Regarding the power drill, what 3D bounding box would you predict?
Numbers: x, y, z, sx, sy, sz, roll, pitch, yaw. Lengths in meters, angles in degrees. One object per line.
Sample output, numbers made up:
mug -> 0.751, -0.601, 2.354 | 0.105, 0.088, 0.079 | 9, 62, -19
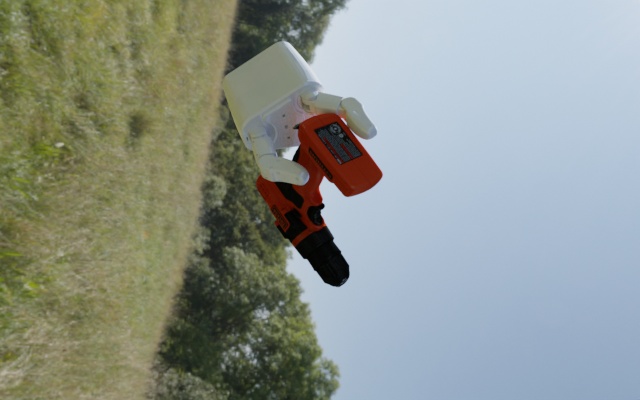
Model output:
power drill -> 0.000, 0.001, 0.579 | 0.057, 0.184, 0.188 | -28, -16, -35
